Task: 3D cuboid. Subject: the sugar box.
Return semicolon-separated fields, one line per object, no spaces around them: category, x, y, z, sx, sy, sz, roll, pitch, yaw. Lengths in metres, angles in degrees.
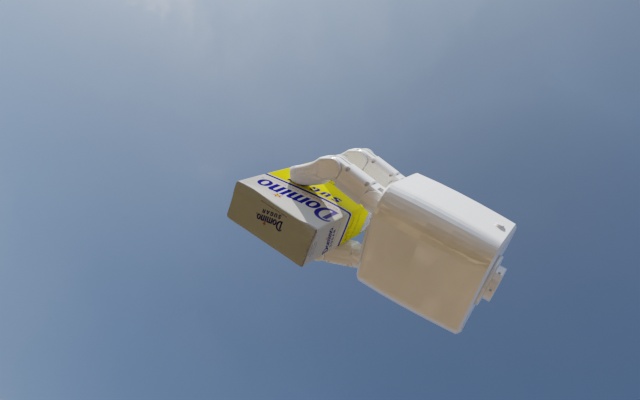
sugar box;0.000;0.001;0.487;0.093;0.048;0.176;31;24;22
